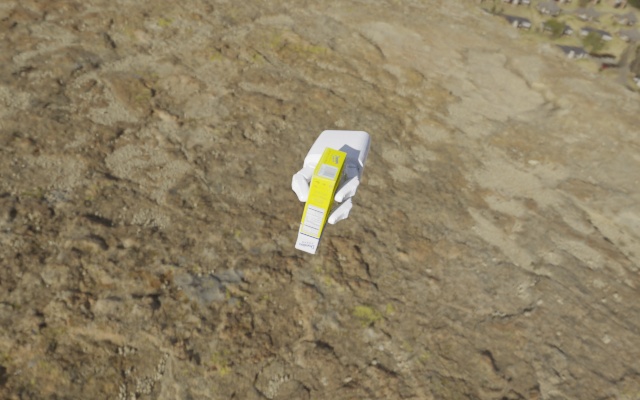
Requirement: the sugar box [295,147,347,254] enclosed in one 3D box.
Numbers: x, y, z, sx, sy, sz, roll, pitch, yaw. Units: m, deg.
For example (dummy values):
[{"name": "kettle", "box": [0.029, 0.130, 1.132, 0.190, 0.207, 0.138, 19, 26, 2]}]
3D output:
[{"name": "sugar box", "box": [0.001, 0.003, 0.857, 0.048, 0.176, 0.093, 17, 41, 6]}]
